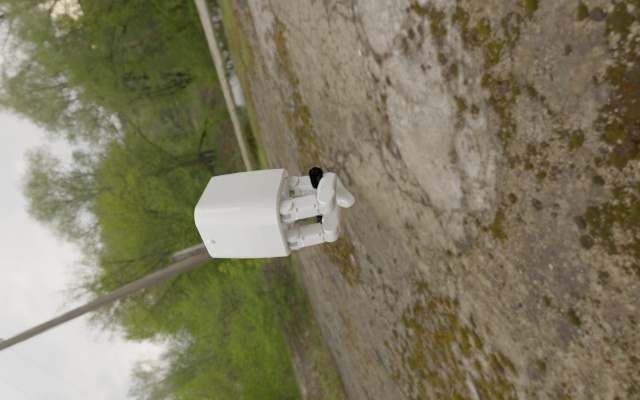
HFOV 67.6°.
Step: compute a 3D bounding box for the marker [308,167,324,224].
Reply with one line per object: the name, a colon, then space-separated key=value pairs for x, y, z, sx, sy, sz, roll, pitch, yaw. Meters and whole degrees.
marker: x=0.000 y=0.002 z=0.647 sx=0.020 sy=0.020 sz=0.121 roll=0 pitch=-44 yaw=10
